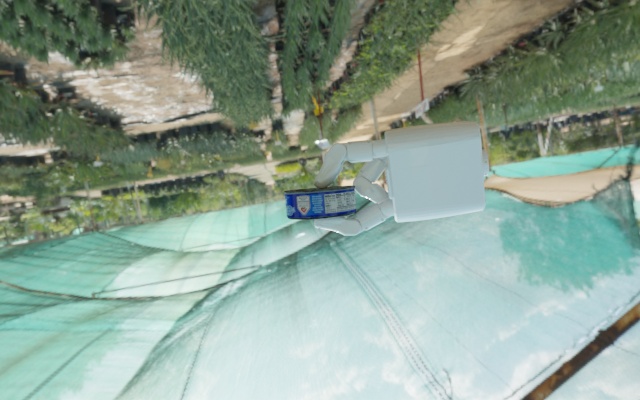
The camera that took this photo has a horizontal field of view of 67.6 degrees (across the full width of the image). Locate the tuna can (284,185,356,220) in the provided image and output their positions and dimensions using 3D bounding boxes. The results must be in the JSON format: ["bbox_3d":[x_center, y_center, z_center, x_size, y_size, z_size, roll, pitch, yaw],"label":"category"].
[{"bbox_3d":[0.000,0.002,0.575,0.086,0.034,0.086,-4,3,0],"label":"tuna can"}]
